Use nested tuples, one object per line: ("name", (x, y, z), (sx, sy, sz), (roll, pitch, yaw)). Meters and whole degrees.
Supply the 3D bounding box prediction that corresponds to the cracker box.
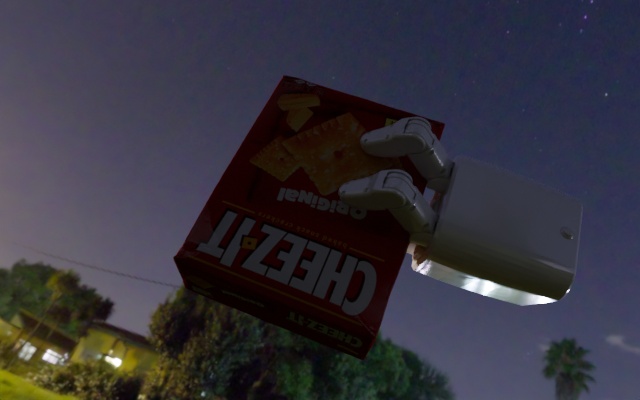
("cracker box", (0.000, 0.001, 0.418), (0.164, 0.213, 0.072), (20, -31, 8))
